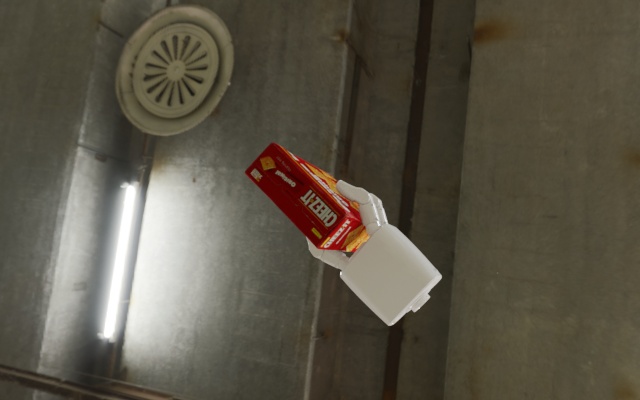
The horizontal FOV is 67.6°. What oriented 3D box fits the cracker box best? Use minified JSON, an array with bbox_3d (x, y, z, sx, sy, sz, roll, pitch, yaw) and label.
[{"bbox_3d":[0.000,0.003,0.761,0.164,0.072,0.214,44,8,20],"label":"cracker box"}]
